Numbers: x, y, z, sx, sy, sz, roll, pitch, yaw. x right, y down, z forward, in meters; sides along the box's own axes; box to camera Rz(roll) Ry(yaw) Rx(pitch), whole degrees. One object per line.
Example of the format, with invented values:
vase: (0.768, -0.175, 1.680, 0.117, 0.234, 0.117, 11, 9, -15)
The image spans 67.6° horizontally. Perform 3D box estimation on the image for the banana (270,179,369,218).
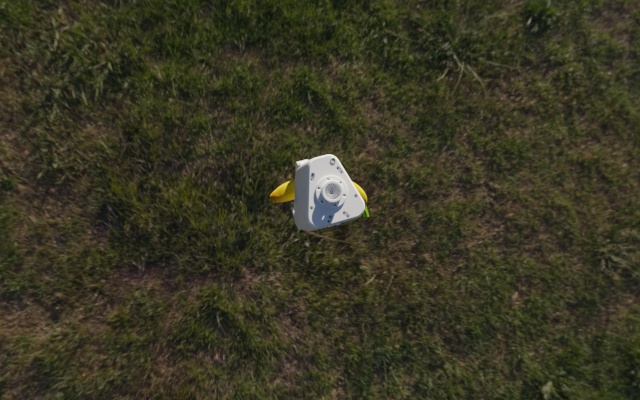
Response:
banana: (0.007, -0.015, 0.894, 0.198, 0.069, 0.037, 10, -1, -13)
